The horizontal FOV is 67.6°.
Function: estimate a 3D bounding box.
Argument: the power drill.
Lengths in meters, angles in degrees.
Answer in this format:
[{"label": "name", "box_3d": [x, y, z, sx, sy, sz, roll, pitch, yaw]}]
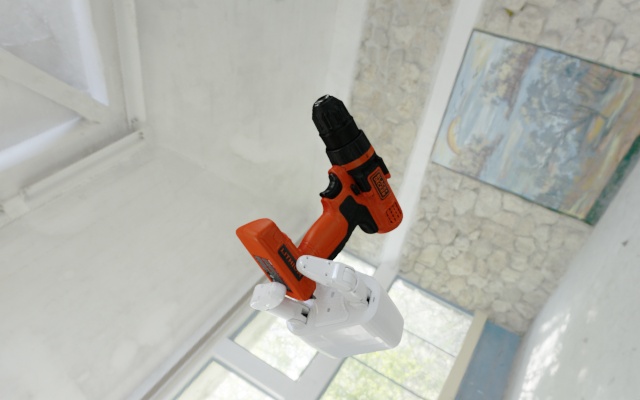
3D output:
[{"label": "power drill", "box_3d": [0.000, 0.002, 0.528, 0.187, 0.184, 0.057, -43, 24, -24]}]
